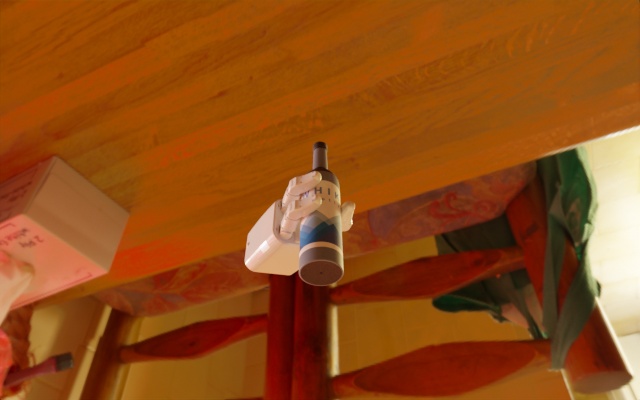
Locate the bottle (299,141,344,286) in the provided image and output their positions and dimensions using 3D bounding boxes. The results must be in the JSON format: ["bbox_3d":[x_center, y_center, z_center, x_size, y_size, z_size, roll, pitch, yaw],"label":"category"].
[{"bbox_3d":[0.000,0.003,0.808,0.069,0.295,0.069,0,-44,0],"label":"bottle"}]
